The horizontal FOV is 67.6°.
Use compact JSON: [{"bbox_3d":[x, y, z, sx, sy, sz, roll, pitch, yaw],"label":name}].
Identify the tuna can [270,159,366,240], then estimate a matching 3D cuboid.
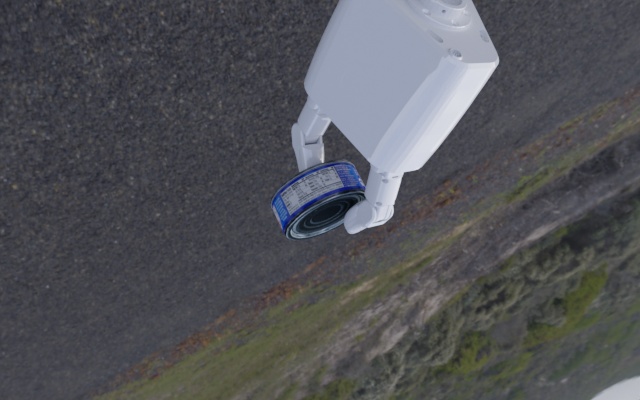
[{"bbox_3d":[0.000,0.002,0.433,0.086,0.033,0.086,-23,-21,-9],"label":"tuna can"}]
